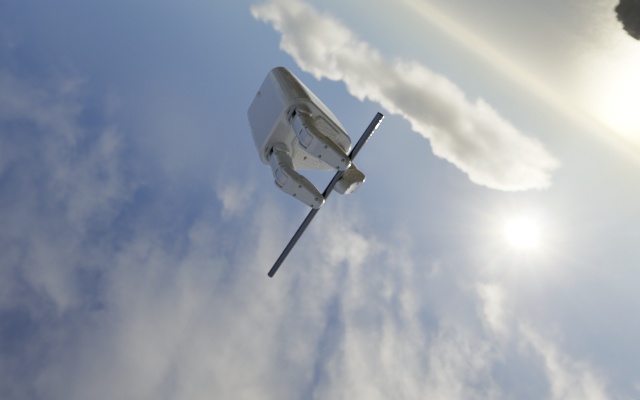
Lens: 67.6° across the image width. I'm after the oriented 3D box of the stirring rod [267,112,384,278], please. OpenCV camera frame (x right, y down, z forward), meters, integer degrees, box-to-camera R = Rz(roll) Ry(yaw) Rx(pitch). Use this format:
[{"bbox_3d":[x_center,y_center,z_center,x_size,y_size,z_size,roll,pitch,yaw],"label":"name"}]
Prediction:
[{"bbox_3d":[0.000,0.002,0.541,0.011,0.240,0.011,28,25,-14],"label":"stirring rod"}]
